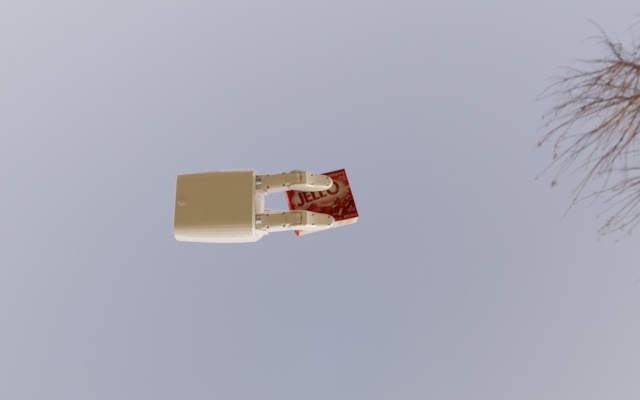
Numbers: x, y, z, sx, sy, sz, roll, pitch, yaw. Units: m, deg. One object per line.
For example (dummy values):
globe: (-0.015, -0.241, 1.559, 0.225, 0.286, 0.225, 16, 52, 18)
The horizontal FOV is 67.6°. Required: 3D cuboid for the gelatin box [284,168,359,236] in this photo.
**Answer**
gelatin box: (0.000, 0.002, 0.655, 0.089, 0.073, 0.030, -13, -17, -9)
